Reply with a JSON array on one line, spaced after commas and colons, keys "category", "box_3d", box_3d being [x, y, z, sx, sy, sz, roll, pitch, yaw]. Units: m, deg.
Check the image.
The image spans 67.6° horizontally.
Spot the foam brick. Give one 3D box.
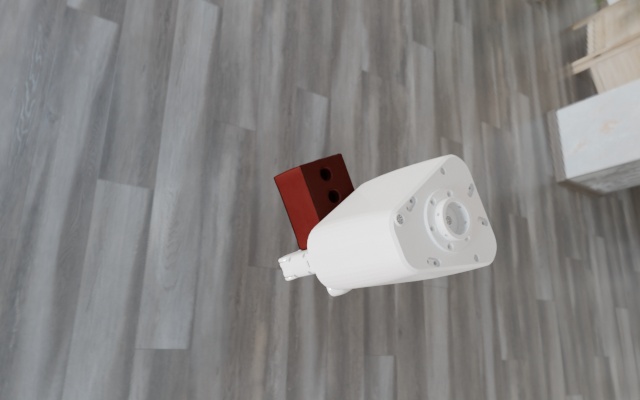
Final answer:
[{"category": "foam brick", "box_3d": [0.000, 0.001, 0.458, 0.053, 0.078, 0.051, -20, -1, -35]}]
